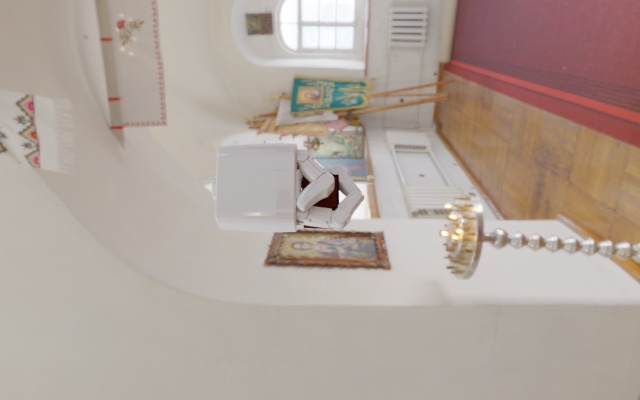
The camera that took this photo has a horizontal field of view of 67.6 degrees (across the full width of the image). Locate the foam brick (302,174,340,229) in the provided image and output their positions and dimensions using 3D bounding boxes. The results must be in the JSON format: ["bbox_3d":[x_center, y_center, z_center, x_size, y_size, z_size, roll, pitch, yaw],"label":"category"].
[{"bbox_3d":[0.000,0.002,0.679,0.051,0.053,0.078,0,-26,0],"label":"foam brick"}]
